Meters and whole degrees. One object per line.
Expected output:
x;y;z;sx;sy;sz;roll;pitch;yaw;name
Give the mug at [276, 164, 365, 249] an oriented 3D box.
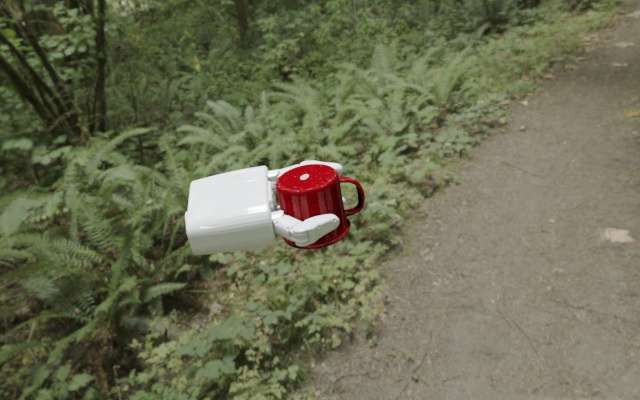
0.001;0.002;0.622;0.117;0.081;0.093;-11;28;-2;mug
